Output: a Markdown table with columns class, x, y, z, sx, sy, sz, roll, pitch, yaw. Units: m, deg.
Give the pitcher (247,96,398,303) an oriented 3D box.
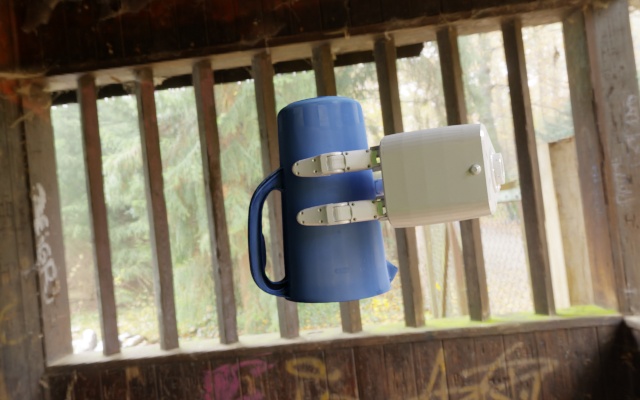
| class | x | y | z | sx | sy | sz | roll | pitch | yaw |
| --- | --- | --- | --- | --- | --- | --- | --- | --- | --- |
| pitcher | 0.000 | 0.002 | 0.593 | 0.145 | 0.243 | 0.149 | -7 | -2 | 28 |
